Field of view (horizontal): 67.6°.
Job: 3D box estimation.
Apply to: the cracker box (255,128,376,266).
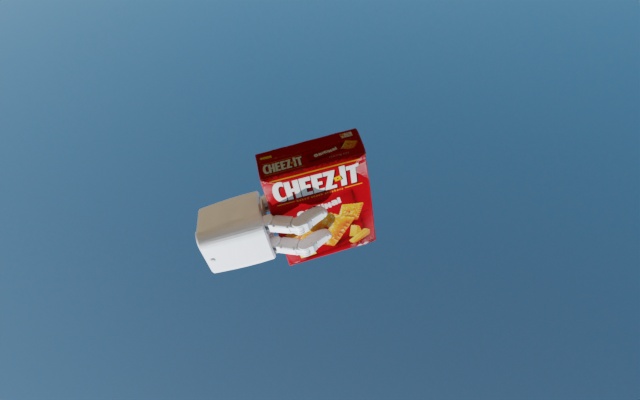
[{"bbox_3d":[0.000,0.003,0.787,0.164,0.072,0.214,-15,-43,-2],"label":"cracker box"}]
